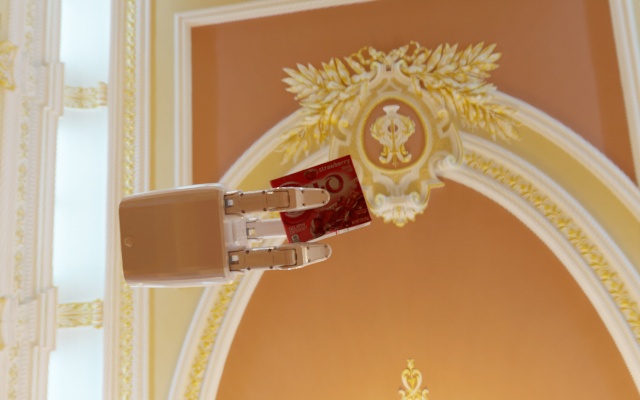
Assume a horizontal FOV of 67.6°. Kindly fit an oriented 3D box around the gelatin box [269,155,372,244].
[{"bbox_3d":[0.000,0.002,0.494,0.089,0.073,0.030,-17,-9,-1],"label":"gelatin box"}]
